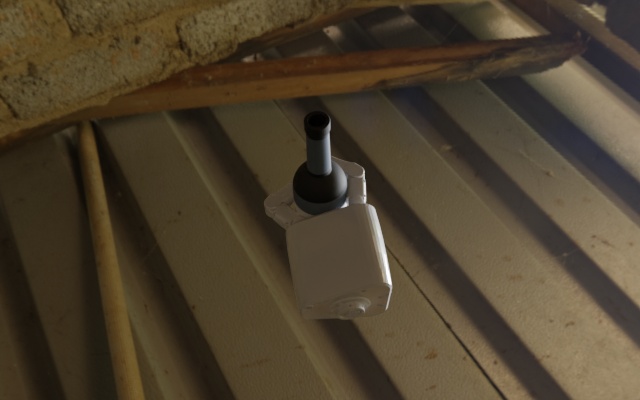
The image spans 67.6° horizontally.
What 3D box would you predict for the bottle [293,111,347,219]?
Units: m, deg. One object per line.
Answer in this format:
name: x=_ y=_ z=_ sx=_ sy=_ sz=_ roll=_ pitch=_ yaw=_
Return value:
bottle: x=0.000 y=0.002 z=0.609 sx=0.069 sy=0.069 sz=0.296 roll=0 pitch=-35 yaw=2
